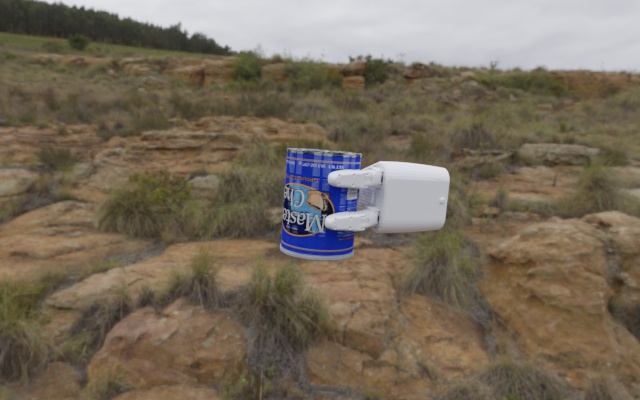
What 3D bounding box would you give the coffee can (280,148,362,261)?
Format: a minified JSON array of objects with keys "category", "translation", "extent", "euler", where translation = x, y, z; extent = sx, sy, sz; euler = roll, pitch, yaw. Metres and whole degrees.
[{"category":"coffee can","translation":[0.000,0.002,0.655],"extent":[0.103,0.140,0.103],"euler":[4,8,-1]}]
